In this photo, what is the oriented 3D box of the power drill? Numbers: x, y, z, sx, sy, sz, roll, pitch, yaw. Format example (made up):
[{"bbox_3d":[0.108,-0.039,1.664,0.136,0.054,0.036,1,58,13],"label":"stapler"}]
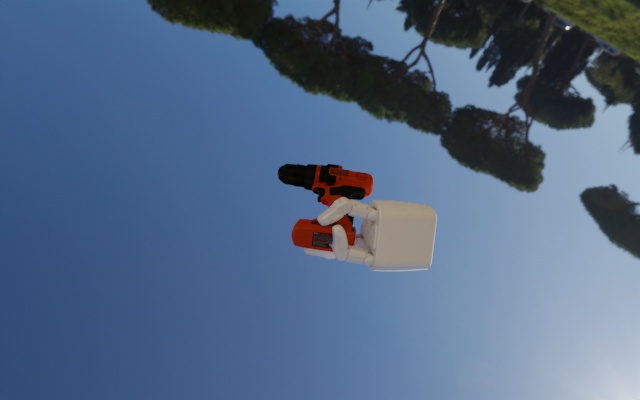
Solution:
[{"bbox_3d":[0.000,0.003,0.860,0.184,0.057,0.187,7,43,4],"label":"power drill"}]
